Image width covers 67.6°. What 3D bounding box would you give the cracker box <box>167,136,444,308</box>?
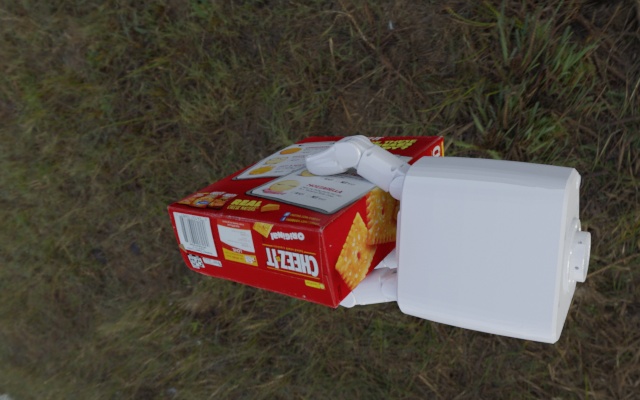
[{"bbox_3d":[0.000,0.001,0.441,0.164,0.072,0.213,6,25,35],"label":"cracker box"}]
